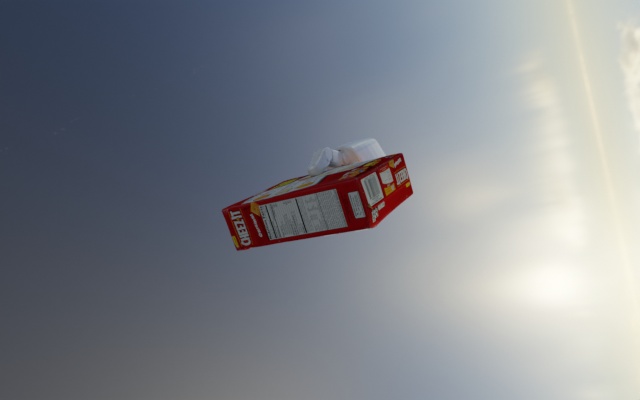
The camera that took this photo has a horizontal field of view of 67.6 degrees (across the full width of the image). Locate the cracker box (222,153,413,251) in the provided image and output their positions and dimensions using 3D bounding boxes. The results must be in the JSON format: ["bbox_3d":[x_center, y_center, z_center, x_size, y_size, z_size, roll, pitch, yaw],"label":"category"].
[{"bbox_3d":[0.000,0.002,0.665,0.214,0.072,0.164,-13,9,31],"label":"cracker box"}]
